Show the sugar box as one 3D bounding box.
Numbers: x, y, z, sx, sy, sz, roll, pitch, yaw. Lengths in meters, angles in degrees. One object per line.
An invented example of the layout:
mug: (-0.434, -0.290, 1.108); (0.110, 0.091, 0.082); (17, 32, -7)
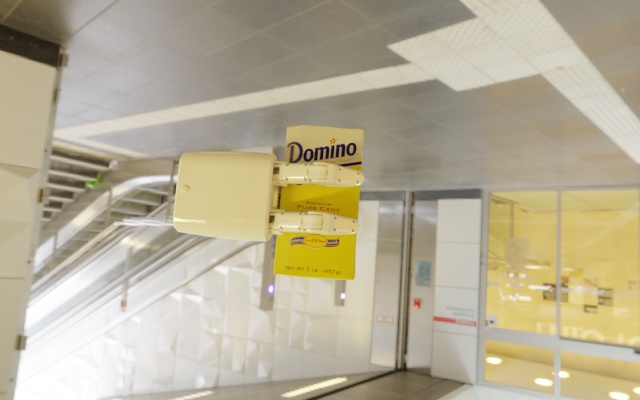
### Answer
sugar box: (0.000, 0.002, 0.559); (0.093, 0.176, 0.048); (3, -7, 3)
